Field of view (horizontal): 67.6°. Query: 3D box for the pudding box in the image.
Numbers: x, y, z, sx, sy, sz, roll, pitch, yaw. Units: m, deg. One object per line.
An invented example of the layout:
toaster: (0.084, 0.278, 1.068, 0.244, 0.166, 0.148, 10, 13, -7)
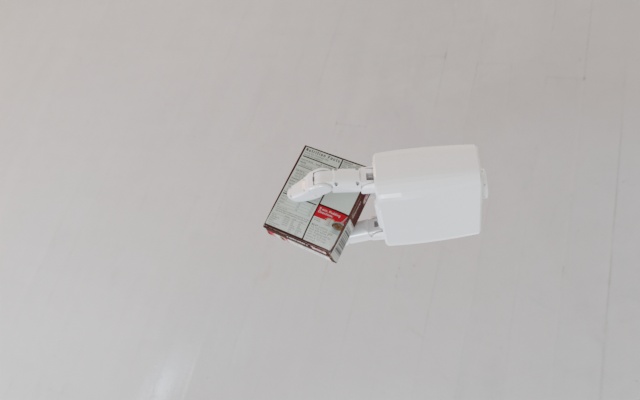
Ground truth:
pudding box: (0.000, 0.002, 0.547, 0.090, 0.113, 0.039, 21, -18, 20)
